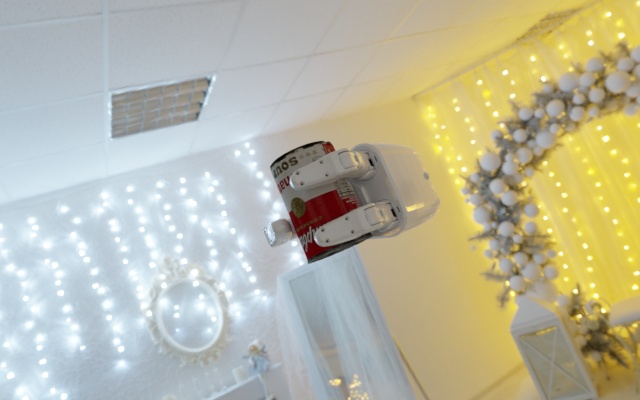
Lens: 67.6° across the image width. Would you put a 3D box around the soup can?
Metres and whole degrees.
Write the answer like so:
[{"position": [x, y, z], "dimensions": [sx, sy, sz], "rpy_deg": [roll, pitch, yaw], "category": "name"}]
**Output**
[{"position": [0.000, 0.001, 0.463], "dimensions": [0.068, 0.102, 0.068], "rpy_deg": [-22, -8, -3], "category": "soup can"}]
